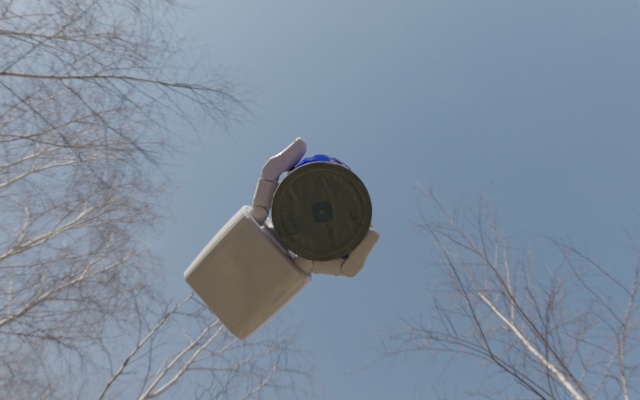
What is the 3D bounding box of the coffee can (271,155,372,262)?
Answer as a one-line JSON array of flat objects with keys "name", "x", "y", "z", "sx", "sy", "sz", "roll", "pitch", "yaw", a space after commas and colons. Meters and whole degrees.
[{"name": "coffee can", "x": 0.000, "y": 0.002, "z": 0.550, "sx": 0.103, "sy": 0.103, "sz": 0.140, "roll": 0, "pitch": 9, "yaw": -1}]
